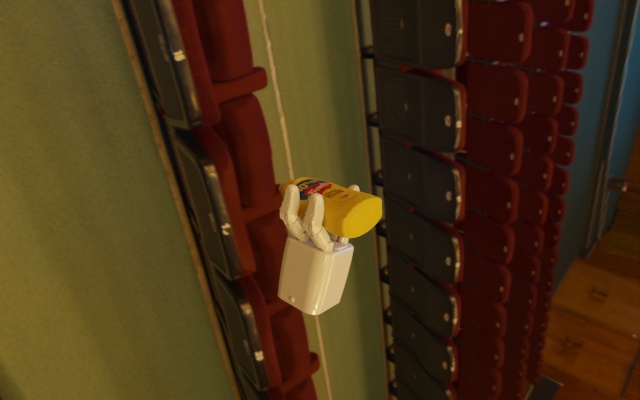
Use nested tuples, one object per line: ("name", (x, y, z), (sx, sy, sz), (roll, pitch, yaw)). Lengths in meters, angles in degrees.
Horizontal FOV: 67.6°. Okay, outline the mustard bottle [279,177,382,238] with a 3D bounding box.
("mustard bottle", (0.000, 0.002, 0.785), (0.191, 0.058, 0.096), (20, 36, 41))
